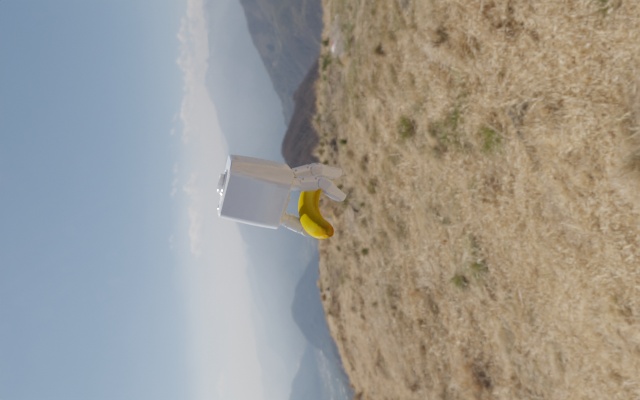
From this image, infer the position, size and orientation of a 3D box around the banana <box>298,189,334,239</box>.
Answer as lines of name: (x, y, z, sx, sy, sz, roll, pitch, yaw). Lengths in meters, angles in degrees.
banana: (-0.011, 0.014, 0.838, 0.037, 0.070, 0.197, 28, 29, -21)
